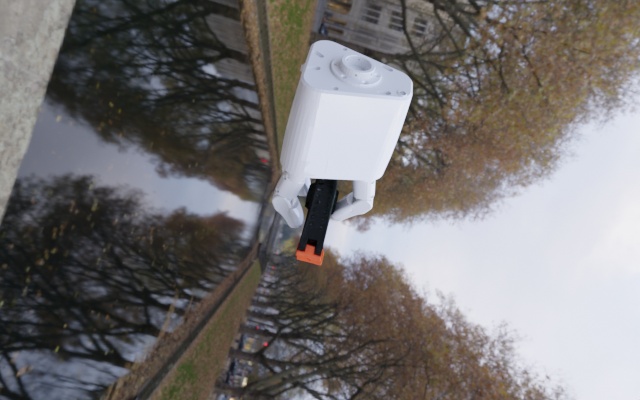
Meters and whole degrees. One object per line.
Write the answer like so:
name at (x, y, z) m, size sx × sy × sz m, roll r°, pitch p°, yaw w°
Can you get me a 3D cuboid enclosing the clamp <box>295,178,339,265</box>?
clamp at (0.001, 0.002, 0.577) m, size 0.036 × 0.209 × 0.165 m, roll 14°, pitch -44°, yaw -1°
